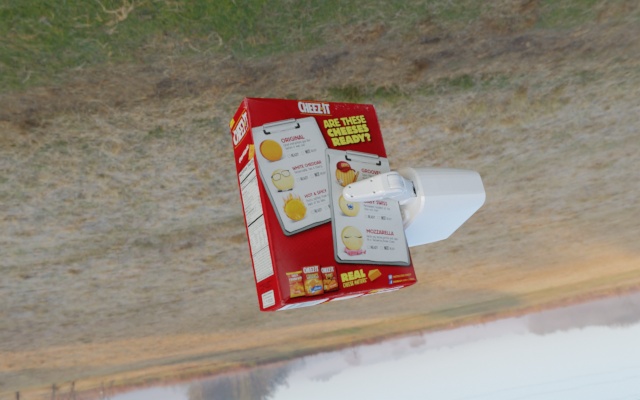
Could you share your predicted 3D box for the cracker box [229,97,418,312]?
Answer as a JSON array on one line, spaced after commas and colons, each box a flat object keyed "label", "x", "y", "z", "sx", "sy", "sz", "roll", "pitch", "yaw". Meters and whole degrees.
[{"label": "cracker box", "x": 0.000, "y": 0.002, "z": 0.520, "sx": 0.164, "sy": 0.213, "sz": 0.072, "roll": -3, "pitch": -17, "yaw": -30}]
